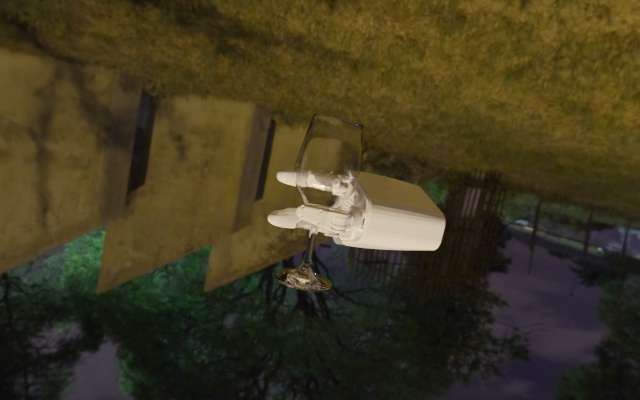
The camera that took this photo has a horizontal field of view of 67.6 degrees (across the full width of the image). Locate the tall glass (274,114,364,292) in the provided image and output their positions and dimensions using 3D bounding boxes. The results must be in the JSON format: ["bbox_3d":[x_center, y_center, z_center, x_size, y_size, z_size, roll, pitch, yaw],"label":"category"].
[{"bbox_3d":[0.000,0.003,0.572,0.079,0.201,0.079,12,8,-2],"label":"tall glass"}]
